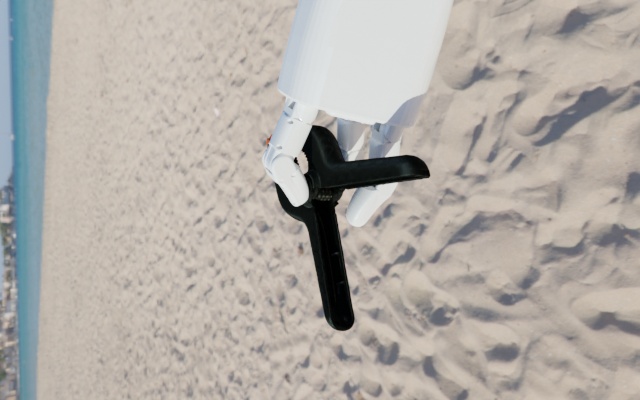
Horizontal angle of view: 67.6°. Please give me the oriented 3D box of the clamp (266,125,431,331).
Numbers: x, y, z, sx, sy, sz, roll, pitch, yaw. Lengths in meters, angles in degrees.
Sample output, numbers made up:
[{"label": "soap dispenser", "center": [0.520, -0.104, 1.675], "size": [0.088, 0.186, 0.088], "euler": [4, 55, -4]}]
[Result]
[{"label": "clamp", "center": [-0.001, 0.001, 0.438], "size": [0.036, 0.165, 0.210], "euler": [4, 24, -35]}]
